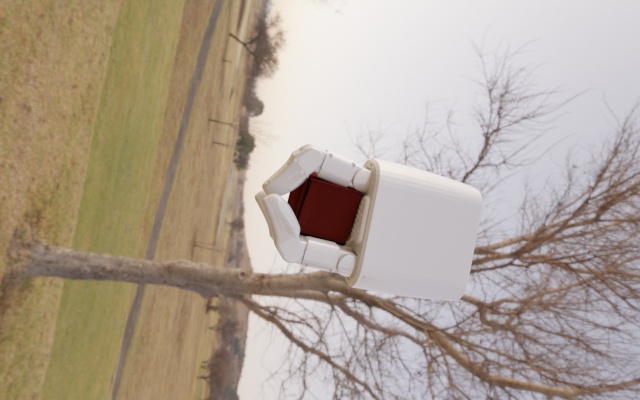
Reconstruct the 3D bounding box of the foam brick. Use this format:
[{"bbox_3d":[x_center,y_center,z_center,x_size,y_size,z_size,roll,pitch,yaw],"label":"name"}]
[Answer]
[{"bbox_3d":[0.000,0.001,0.452,0.051,0.053,0.078,14,14,-12],"label":"foam brick"}]
